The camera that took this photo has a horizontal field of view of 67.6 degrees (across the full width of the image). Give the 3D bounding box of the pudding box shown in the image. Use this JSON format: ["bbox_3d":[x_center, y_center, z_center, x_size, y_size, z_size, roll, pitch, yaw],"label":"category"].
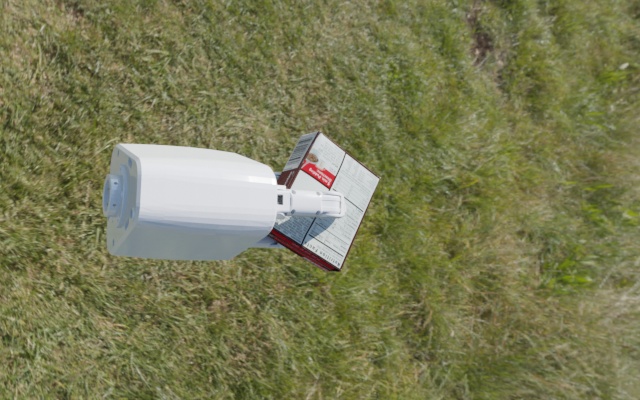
[{"bbox_3d":[0.000,0.002,0.472,0.090,0.113,0.039,36,-20,-25],"label":"pudding box"}]
